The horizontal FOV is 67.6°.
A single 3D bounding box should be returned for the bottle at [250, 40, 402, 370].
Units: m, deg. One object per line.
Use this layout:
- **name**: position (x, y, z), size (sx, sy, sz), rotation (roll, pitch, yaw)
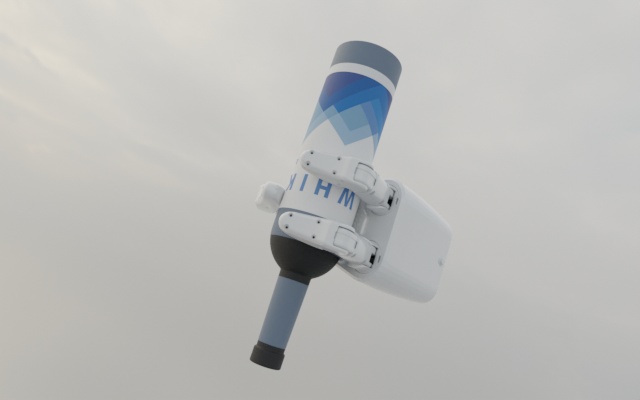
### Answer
- **bottle**: position (0.000, 0.001, 0.430), size (0.069, 0.295, 0.069), rotation (18, -12, 4)
